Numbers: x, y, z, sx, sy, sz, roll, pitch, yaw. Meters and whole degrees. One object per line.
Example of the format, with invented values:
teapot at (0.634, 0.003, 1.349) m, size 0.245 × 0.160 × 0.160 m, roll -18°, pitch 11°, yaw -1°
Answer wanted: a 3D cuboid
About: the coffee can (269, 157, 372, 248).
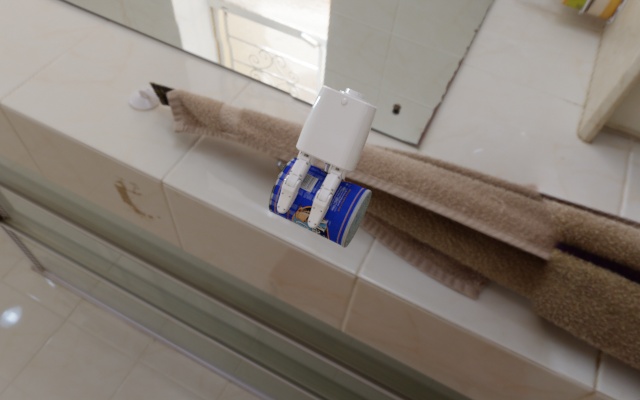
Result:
coffee can at (0.000, 0.003, 0.793) m, size 0.140 × 0.103 × 0.103 m, roll 25°, pitch 5°, yaw 12°
